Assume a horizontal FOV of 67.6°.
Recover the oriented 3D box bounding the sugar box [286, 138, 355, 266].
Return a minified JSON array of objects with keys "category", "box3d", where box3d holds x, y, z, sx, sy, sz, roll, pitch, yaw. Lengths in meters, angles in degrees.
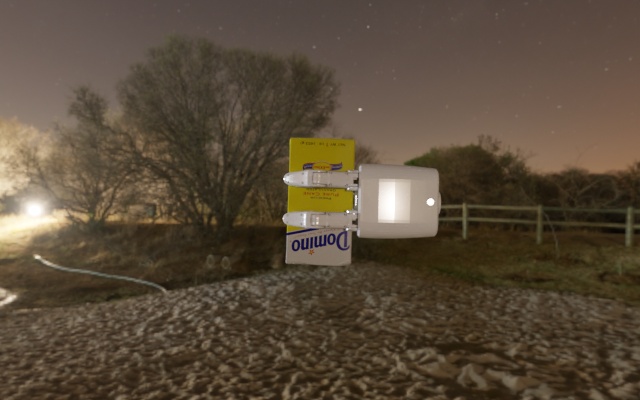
[{"category":"sugar box","box3d":[0.000,0.002,0.674,0.093,0.176,0.048,1,-2,1]}]
